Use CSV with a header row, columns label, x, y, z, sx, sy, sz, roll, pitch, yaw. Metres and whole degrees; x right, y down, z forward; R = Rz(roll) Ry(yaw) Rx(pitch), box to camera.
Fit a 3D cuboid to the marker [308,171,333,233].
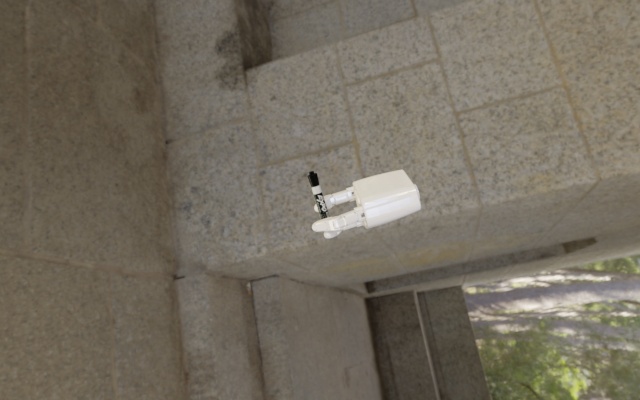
label,x,y,z,sx,sy,sz,roll,pitch,yaw
marker,0.000,0.003,0.896,0.020,0.121,0.020,-16,12,4
